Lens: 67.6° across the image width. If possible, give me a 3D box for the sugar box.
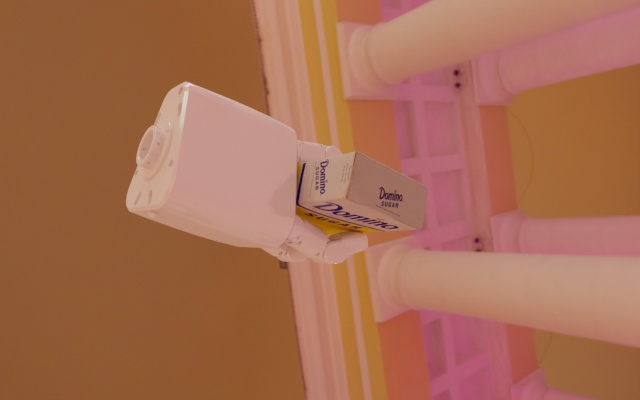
[{"bbox_3d":[0.000,0.002,0.446,0.093,0.048,0.176,21,-16,-37],"label":"sugar box"}]
